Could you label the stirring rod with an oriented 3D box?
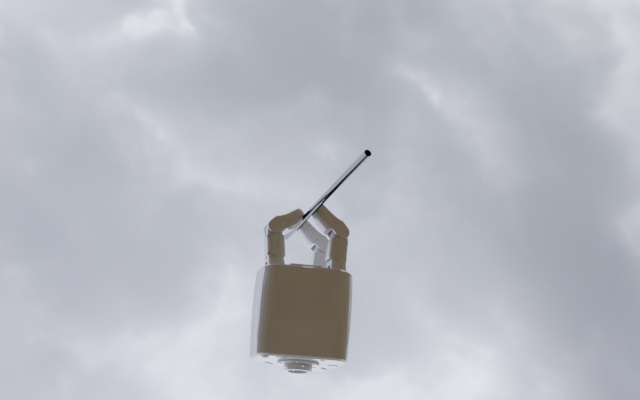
[{"bbox_3d":[0.000,0.002,0.586,0.011,0.011,0.240,0,-25,-26],"label":"stirring rod"}]
